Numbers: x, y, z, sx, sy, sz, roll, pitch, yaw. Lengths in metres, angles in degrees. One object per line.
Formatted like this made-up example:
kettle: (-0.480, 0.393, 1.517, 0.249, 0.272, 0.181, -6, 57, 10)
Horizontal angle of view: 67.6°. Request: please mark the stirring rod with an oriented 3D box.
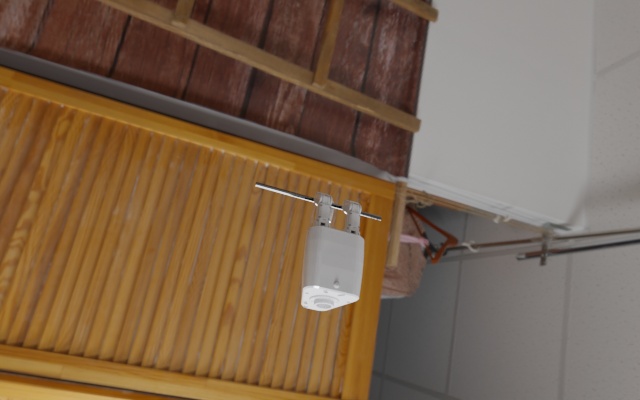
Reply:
stirring rod: (0.000, 0.003, 0.854, 0.239, 0.011, 0.011, 15, -4, -16)
